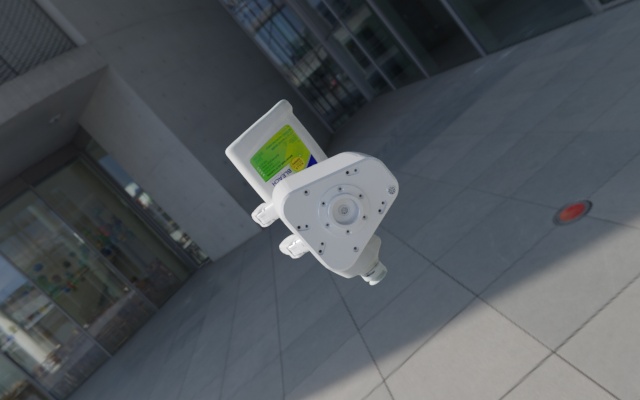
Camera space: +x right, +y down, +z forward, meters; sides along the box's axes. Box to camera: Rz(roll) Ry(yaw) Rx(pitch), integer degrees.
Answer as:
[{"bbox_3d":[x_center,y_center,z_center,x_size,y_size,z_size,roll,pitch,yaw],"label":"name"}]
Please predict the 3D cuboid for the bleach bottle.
[{"bbox_3d":[0.000,0.002,0.601,0.102,0.251,0.068,-42,10,-2],"label":"bleach bottle"}]
